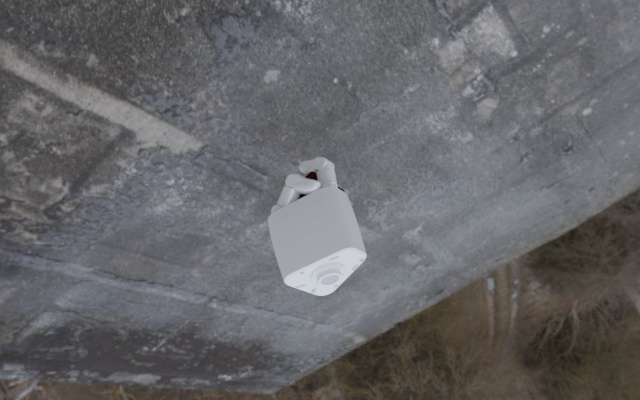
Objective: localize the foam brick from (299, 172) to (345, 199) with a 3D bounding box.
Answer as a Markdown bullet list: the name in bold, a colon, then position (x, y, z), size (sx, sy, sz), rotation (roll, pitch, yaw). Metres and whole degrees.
- **foam brick**: position (0.000, 0.002, 0.720), size (0.053, 0.051, 0.078), rotation (-38, -42, 23)
